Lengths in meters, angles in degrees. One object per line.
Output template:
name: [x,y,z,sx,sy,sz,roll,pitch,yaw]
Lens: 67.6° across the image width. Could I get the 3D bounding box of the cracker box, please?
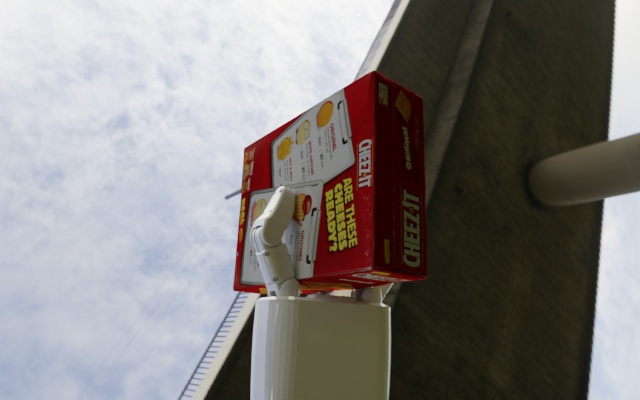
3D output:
cracker box: [0.000,0.001,0.456,0.072,0.164,0.214,15,-21,-36]
